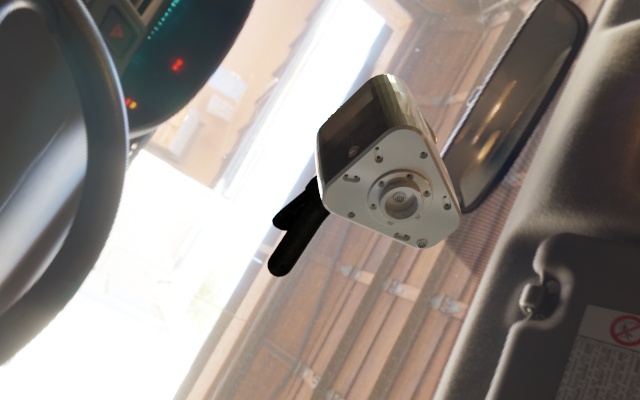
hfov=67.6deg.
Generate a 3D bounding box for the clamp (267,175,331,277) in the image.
[{"bbox_3d":[0.001,0.002,0.492,0.039,0.171,0.120,33,26,-21],"label":"clamp"}]
